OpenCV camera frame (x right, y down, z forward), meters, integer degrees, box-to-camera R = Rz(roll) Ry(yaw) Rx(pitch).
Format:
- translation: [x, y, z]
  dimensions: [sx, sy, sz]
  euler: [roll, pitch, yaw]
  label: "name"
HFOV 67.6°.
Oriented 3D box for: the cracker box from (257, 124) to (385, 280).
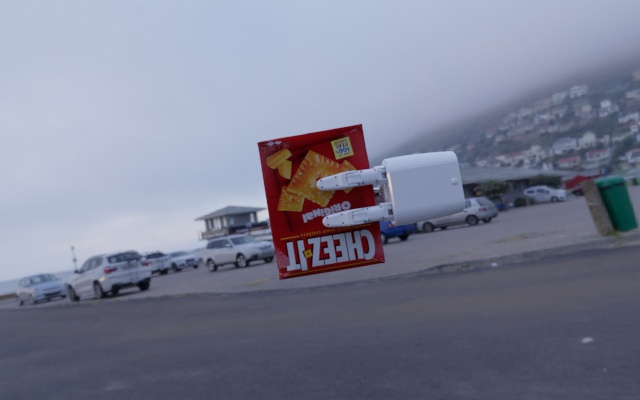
- translation: [0.000, 0.002, 0.736]
  dimensions: [0.164, 0.213, 0.072]
  euler: [-9, -3, -1]
  label: "cracker box"
